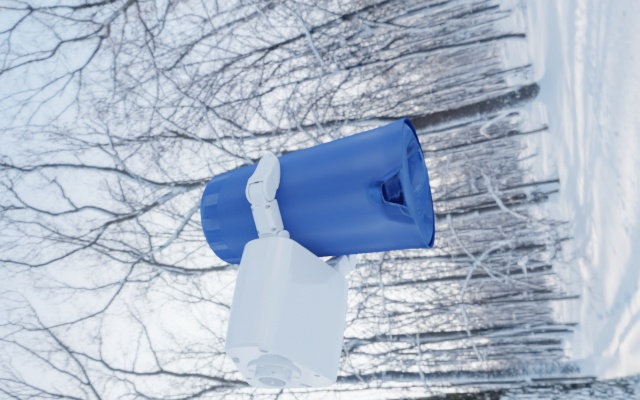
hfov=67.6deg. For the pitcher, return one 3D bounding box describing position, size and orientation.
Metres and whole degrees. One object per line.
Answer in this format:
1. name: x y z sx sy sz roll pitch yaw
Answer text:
1. pitcher: 0.000 0.002 0.531 0.243 0.145 0.149 -11 -42 22
